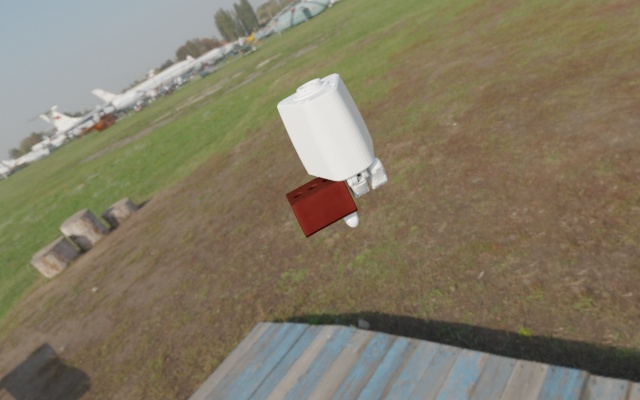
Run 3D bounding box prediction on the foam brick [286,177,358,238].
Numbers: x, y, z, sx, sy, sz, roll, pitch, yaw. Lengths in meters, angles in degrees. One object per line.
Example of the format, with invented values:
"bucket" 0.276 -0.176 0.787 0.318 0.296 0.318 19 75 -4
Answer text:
"foam brick" 0.000 0.002 0.636 0.078 0.051 0.053 -29 23 -2
